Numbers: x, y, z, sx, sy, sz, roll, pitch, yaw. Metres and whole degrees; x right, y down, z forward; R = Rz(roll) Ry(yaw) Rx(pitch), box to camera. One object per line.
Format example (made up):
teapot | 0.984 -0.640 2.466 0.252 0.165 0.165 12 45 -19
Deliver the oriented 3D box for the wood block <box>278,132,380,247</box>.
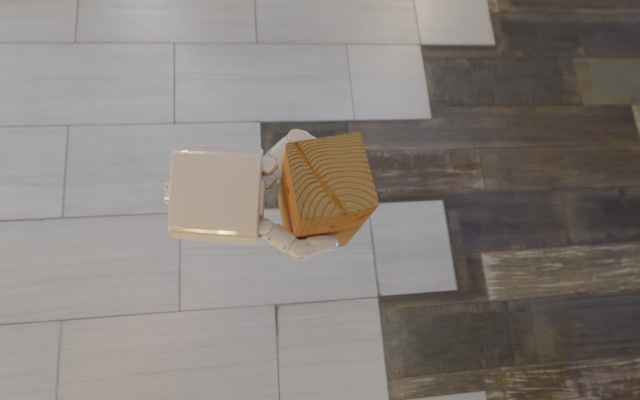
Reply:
wood block | 0.000 0.002 0.613 0.090 0.090 0.206 -9 -15 -10
